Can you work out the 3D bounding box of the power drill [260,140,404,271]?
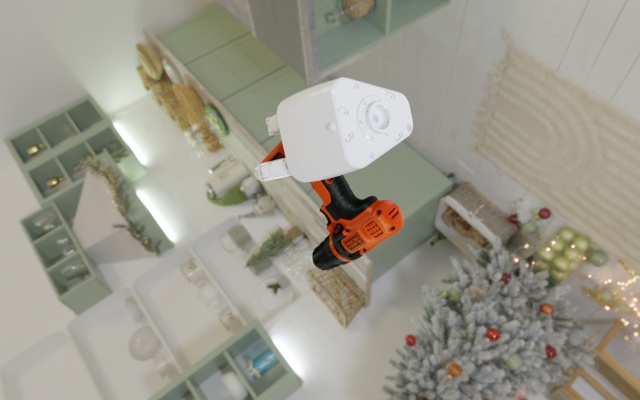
[{"bbox_3d":[0.000,0.002,0.650,0.184,0.187,0.057,-39,4,47],"label":"power drill"}]
